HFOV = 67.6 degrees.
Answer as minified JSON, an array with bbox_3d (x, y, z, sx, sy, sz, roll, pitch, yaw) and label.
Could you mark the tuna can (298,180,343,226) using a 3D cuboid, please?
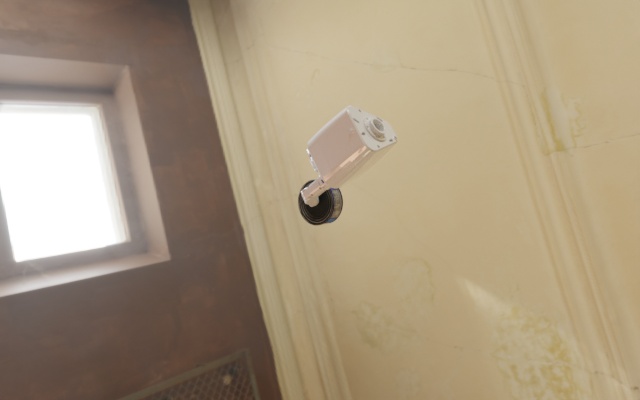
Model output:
[{"bbox_3d":[0.000,0.003,0.896,0.086,0.086,0.034,0,4,40],"label":"tuna can"}]
